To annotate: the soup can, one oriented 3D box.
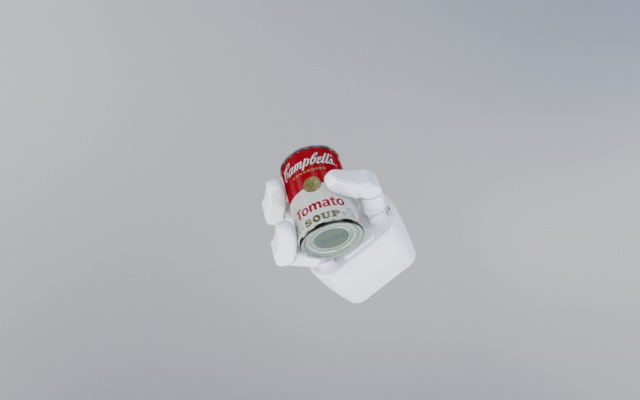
[{"bbox_3d":[0.000,0.002,0.499,0.068,0.102,0.069,-11,-36,-8],"label":"soup can"}]
